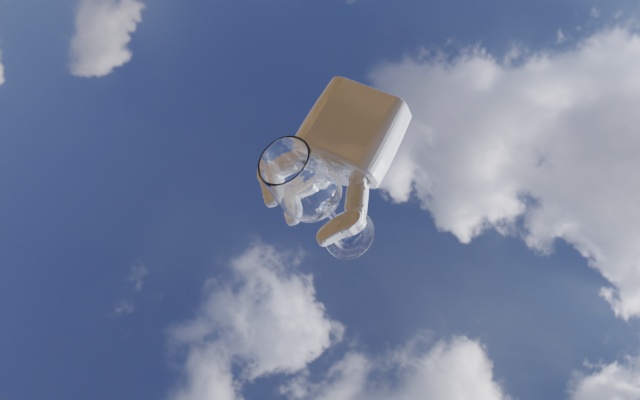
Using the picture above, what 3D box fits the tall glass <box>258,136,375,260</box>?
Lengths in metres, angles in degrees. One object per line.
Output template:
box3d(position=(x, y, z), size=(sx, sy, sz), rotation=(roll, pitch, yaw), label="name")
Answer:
box3d(position=(0.000, 0.002, 0.581), size=(0.079, 0.079, 0.201), rotation=(0, -26, 27), label="tall glass")
